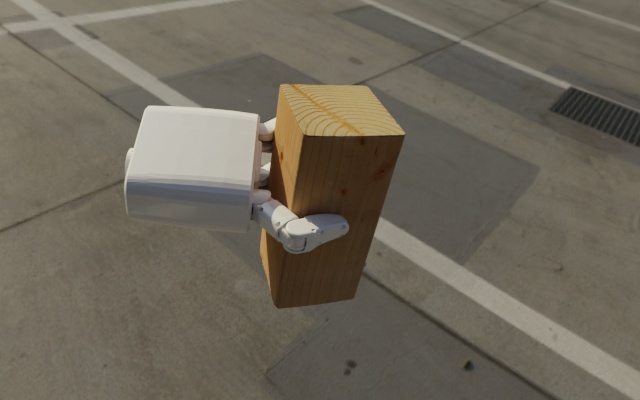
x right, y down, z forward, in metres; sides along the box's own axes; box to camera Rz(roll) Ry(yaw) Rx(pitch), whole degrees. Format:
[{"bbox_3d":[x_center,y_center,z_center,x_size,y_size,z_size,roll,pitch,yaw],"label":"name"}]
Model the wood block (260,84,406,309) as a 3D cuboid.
[{"bbox_3d":[0.000,0.002,0.470,0.090,0.206,0.090,-3,40,-19],"label":"wood block"}]
